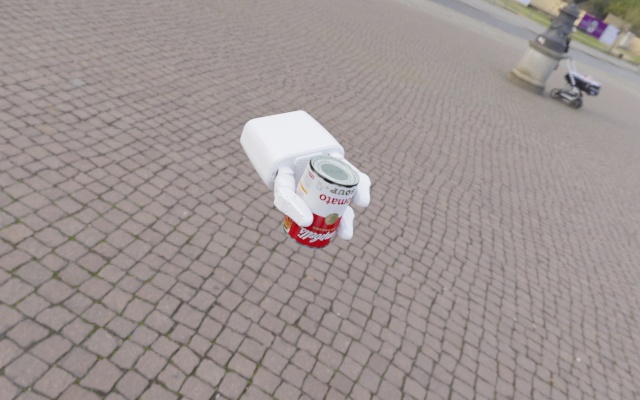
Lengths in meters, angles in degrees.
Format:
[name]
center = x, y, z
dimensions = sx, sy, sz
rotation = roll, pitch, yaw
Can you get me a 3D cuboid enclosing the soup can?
[soup can]
center = 0.000, 0.002, 0.602
dimensions = 0.068, 0.102, 0.068
rotation = 18, 30, -11
